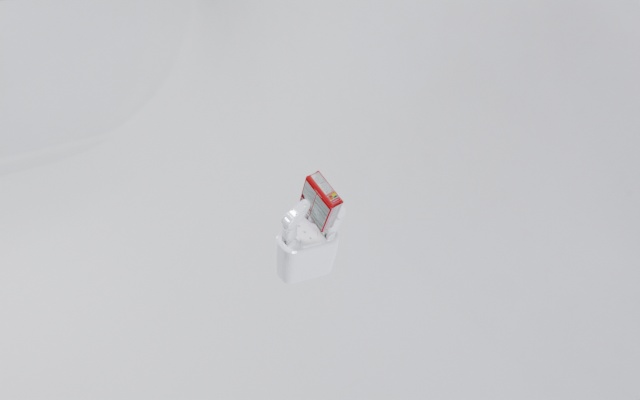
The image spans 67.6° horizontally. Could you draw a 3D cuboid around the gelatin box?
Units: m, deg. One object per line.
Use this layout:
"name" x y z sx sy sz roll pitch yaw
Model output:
"gelatin box" 0.000 0.003 0.829 0.030 0.073 0.089 -28 -22 -25
